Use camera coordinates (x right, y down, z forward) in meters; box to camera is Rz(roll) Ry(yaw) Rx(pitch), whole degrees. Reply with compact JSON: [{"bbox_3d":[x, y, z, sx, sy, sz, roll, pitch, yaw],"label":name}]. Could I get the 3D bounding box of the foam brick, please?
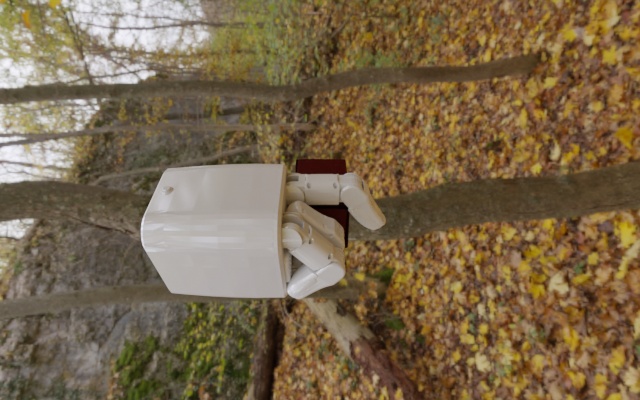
[{"bbox_3d":[0.000,0.002,0.460,0.051,0.053,0.078,0,38,0],"label":"foam brick"}]
